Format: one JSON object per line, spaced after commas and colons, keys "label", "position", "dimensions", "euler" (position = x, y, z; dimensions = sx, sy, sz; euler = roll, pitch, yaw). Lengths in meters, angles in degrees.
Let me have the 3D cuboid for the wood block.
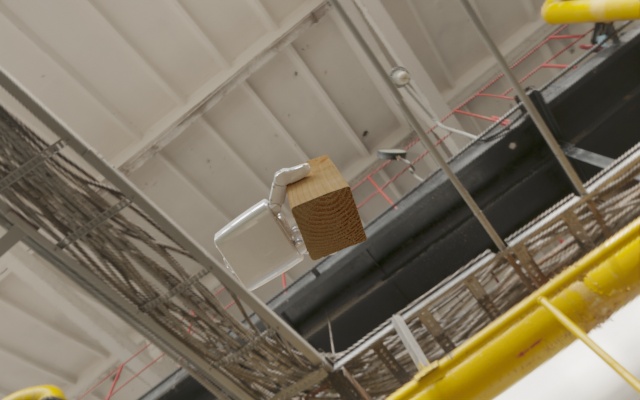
{"label": "wood block", "position": [0.000, 0.002, 0.772], "dimensions": [0.090, 0.091, 0.206], "euler": [-21, 20, -1]}
